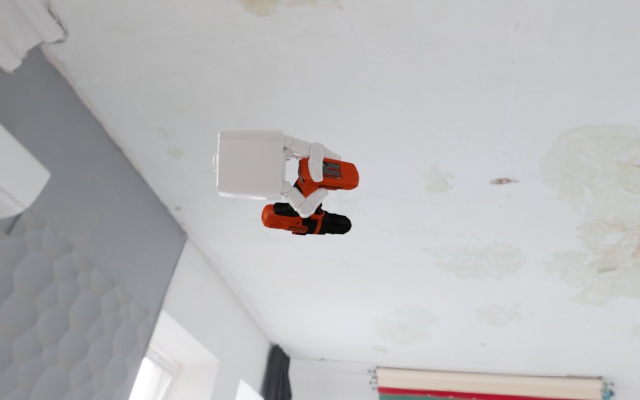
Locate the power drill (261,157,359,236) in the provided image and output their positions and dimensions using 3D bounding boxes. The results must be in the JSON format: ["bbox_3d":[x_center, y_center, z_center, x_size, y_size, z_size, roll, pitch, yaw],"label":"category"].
[{"bbox_3d":[0.000,0.003,0.878,0.184,0.057,0.188,6,-38,-21],"label":"power drill"}]
